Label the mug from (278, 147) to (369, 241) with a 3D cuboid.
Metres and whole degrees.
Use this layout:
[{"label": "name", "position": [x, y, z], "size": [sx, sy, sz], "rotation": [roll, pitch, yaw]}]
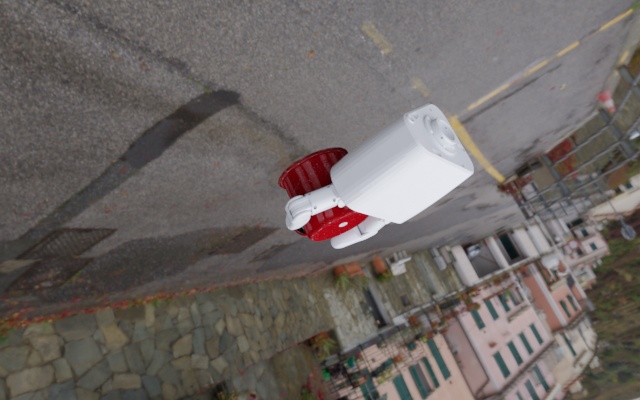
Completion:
[{"label": "mug", "position": [-0.001, 0.003, 0.575], "size": [0.117, 0.081, 0.093], "rotation": [-38, -21, 35]}]
